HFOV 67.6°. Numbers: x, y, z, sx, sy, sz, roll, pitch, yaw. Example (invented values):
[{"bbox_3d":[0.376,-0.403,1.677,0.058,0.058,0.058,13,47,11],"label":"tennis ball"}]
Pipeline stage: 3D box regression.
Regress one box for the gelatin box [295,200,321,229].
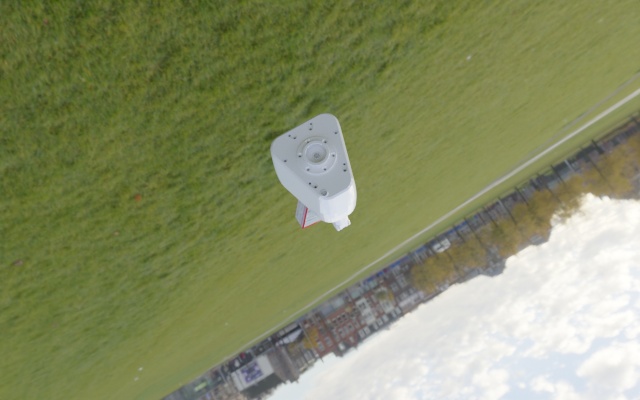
[{"bbox_3d":[0.000,0.003,0.747,0.073,0.030,0.089,-26,-21,-17],"label":"gelatin box"}]
